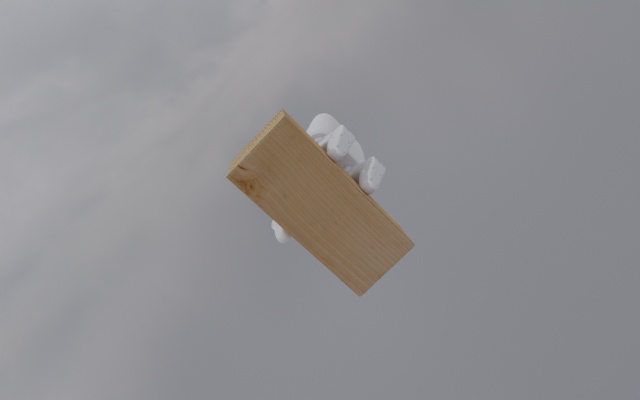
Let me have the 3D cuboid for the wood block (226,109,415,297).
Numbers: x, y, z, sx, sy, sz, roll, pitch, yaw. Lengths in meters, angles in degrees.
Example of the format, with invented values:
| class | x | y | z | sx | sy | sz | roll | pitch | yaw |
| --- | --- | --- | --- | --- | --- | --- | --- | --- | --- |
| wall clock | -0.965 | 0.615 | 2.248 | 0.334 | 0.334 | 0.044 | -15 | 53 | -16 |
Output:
| class | x | y | z | sx | sy | sz | roll | pitch | yaw |
| --- | --- | --- | --- | --- | --- | --- | --- | --- | --- |
| wood block | 0.000 | 0.002 | 0.556 | 0.206 | 0.091 | 0.090 | 43 | 8 | -16 |
